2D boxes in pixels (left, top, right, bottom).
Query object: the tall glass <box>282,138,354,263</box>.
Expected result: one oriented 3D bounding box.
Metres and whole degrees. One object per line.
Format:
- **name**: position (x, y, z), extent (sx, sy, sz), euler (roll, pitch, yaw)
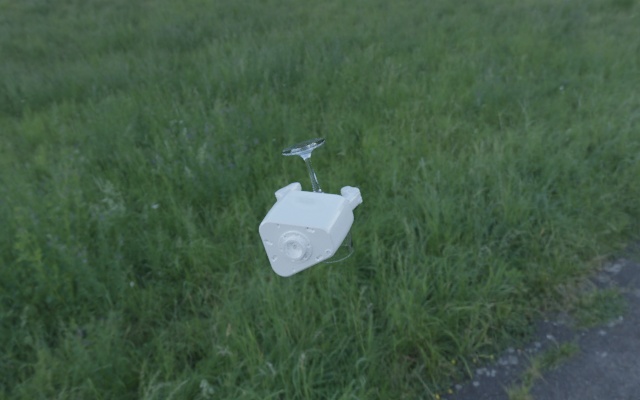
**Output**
- **tall glass**: position (0.000, 0.002, 0.801), extent (0.079, 0.201, 0.079), euler (-16, 18, 5)
